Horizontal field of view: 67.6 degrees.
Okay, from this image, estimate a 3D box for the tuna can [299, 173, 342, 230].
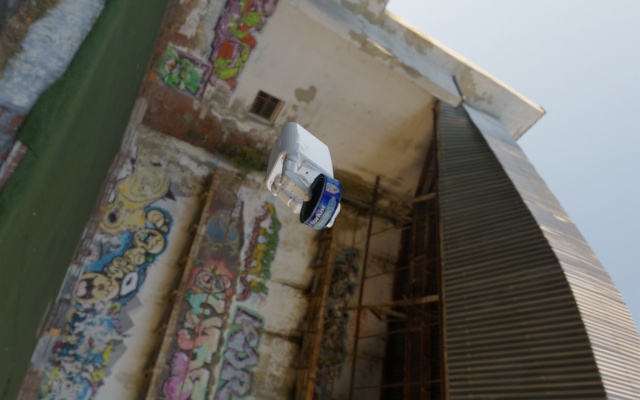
[{"bbox_3d":[0.001,0.003,0.755,0.034,0.086,0.086,23,-7,-16],"label":"tuna can"}]
